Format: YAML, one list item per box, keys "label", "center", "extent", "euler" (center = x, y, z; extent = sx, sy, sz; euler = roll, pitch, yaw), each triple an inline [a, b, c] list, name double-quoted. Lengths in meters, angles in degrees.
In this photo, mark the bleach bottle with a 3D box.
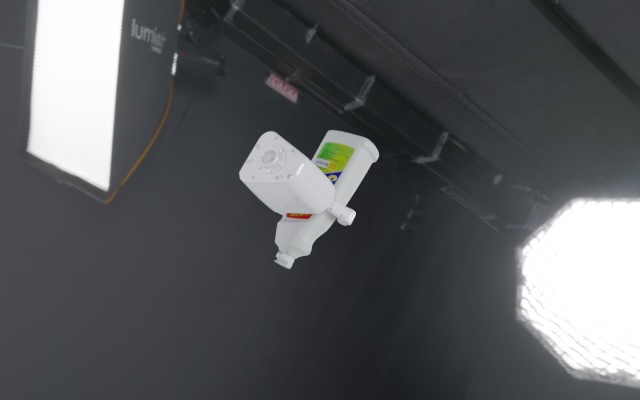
- label: "bleach bottle"
  center: [0.000, 0.003, 0.822]
  extent: [0.102, 0.250, 0.068]
  euler: [20, -16, 34]
